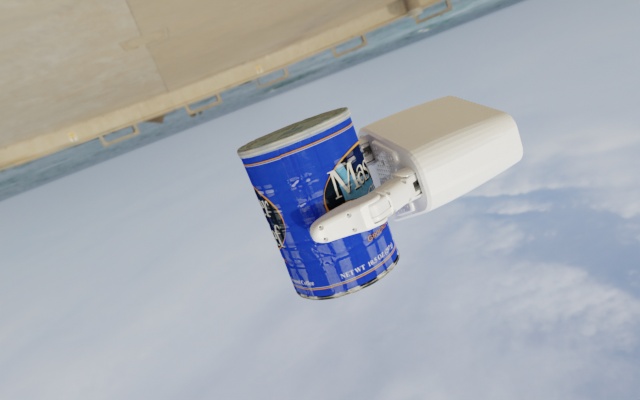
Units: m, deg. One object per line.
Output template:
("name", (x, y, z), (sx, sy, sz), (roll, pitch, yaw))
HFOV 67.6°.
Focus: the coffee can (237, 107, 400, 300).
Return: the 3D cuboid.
("coffee can", (0.000, 0.001, 0.426), (0.103, 0.140, 0.102), (-20, 14, 5))
